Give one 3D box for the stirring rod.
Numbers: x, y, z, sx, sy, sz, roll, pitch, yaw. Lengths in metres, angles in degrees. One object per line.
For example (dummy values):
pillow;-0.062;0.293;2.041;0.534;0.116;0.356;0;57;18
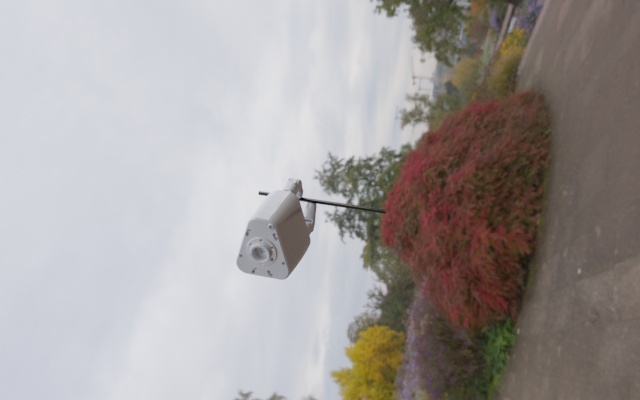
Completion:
stirring rod;0.000;0.003;0.876;0.239;0.011;0.011;8;2;12
